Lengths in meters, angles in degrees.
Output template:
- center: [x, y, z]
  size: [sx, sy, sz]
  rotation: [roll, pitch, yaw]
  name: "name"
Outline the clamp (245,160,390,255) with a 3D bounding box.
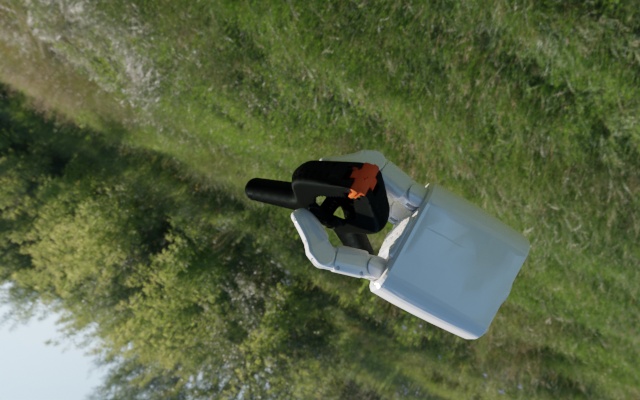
- center: [0.000, 0.002, 0.460]
  size: [0.164, 0.036, 0.210]
  rotation: [28, -18, 0]
  name: "clamp"
